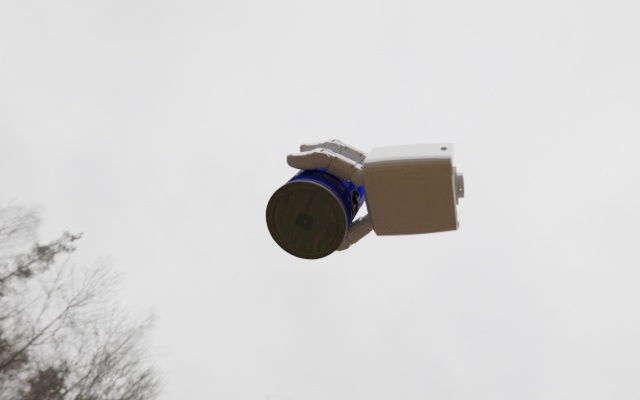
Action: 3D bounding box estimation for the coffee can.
[{"bbox_3d":[0.000,0.002,0.635,0.103,0.103,0.140,0,20,17],"label":"coffee can"}]
